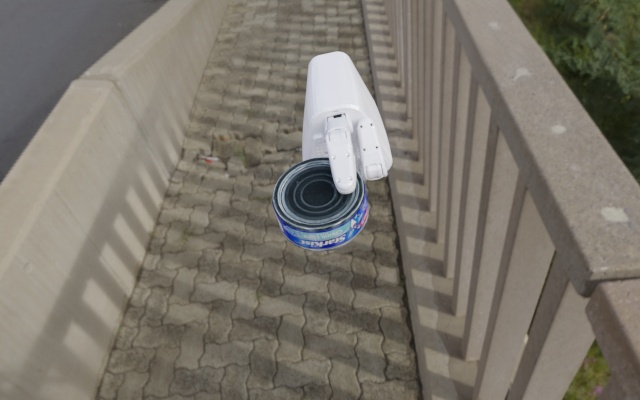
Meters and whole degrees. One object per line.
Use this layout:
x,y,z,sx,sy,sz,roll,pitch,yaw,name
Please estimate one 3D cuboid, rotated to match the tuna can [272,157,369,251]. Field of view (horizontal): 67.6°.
0.000,0.001,0.436,0.086,0.086,0.034,0,-37,10,tuna can
